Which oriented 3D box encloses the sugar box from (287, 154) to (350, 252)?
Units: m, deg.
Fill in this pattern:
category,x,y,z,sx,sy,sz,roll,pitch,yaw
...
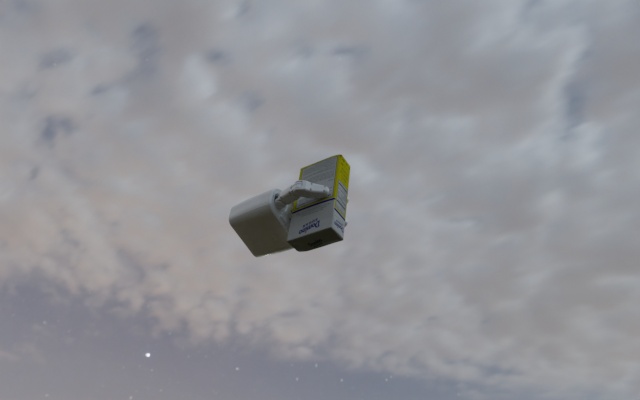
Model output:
category,x,y,z,sx,sy,sz,roll,pitch,yaw
sugar box,0.000,0.003,0.847,0.093,0.176,0.048,-19,-46,29
